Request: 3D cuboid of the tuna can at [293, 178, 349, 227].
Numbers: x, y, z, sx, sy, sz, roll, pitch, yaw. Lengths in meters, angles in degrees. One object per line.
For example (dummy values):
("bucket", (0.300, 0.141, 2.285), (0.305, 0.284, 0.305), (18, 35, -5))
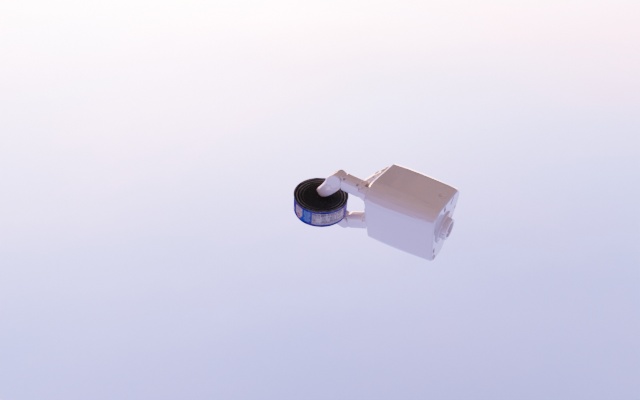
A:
("tuna can", (0.000, 0.003, 0.749), (0.086, 0.034, 0.086), (2, 39, -2))
